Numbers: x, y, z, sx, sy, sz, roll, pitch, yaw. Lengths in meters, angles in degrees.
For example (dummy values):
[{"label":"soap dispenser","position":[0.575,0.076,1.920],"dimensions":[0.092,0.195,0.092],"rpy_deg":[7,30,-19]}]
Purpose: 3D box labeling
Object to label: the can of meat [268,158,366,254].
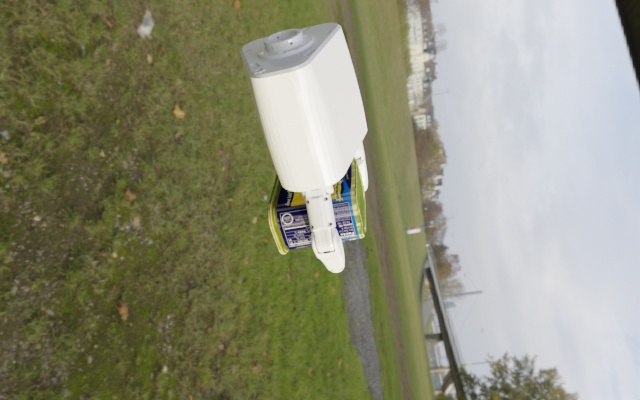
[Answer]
[{"label":"can of meat","position":[0.000,0.002,0.479],"dimensions":[0.084,0.057,0.102],"rpy_deg":[-10,31,10]}]
